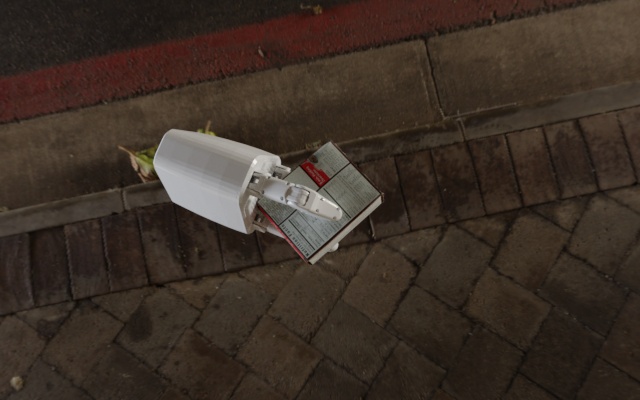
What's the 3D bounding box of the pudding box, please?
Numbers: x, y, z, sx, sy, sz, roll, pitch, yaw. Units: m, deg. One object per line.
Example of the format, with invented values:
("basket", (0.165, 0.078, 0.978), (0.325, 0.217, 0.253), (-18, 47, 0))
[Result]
("pudding box", (0.000, 0.002, 0.529), (0.113, 0.090, 0.039), (-41, -14, -3))
